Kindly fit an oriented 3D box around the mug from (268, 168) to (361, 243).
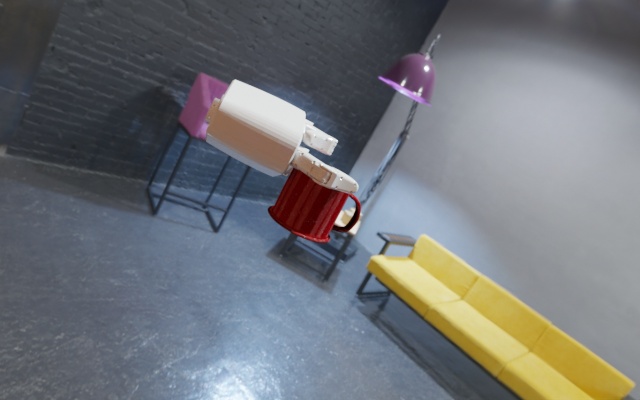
[{"bbox_3d":[0.001,0.002,0.631,0.117,0.081,0.093,24,14,-14],"label":"mug"}]
